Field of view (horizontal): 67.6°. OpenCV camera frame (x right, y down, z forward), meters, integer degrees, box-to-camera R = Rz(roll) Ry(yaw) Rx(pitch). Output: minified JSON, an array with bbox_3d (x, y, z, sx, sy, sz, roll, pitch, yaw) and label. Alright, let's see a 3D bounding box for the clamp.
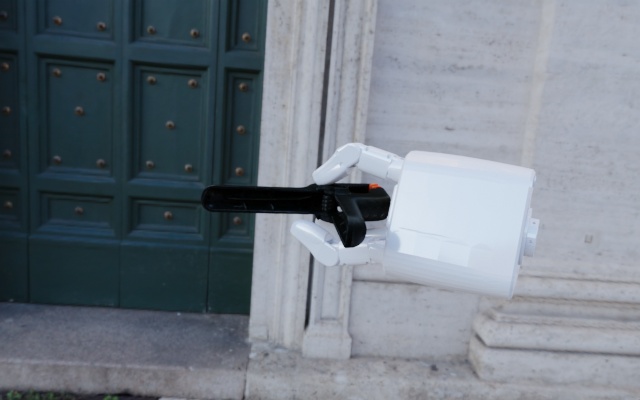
[{"bbox_3d":[0.001,0.001,0.474,0.164,0.036,0.210,12,11,25],"label":"clamp"}]
